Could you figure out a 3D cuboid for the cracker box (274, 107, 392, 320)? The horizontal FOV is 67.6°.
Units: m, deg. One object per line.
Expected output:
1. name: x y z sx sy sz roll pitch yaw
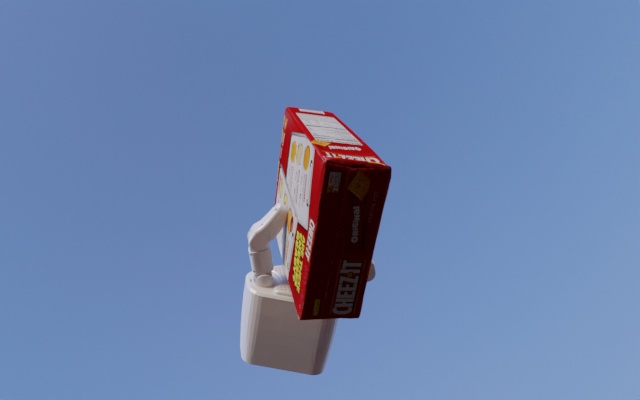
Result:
1. cracker box: 0.000 0.002 0.528 0.072 0.164 0.213 3 22 -15
